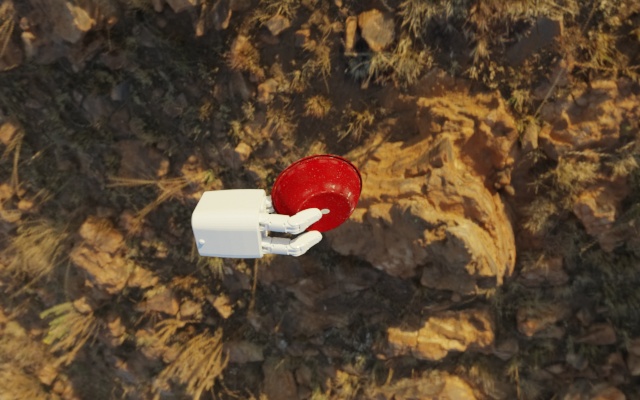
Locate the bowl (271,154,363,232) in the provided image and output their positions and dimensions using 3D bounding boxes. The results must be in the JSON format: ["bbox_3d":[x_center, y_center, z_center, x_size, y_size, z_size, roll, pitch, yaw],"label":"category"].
[{"bbox_3d":[0.001,0.002,0.803,0.162,0.162,0.055,0,41,-17],"label":"bowl"}]
